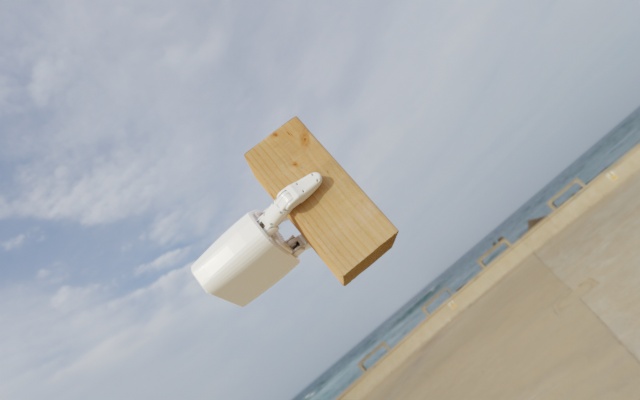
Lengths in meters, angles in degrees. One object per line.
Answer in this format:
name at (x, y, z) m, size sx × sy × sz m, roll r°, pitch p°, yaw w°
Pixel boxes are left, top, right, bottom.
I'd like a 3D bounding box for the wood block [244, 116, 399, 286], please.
wood block at (0.000, 0.002, 0.640) m, size 0.090 × 0.206 × 0.091 m, roll -38°, pitch -16°, yaw -9°
